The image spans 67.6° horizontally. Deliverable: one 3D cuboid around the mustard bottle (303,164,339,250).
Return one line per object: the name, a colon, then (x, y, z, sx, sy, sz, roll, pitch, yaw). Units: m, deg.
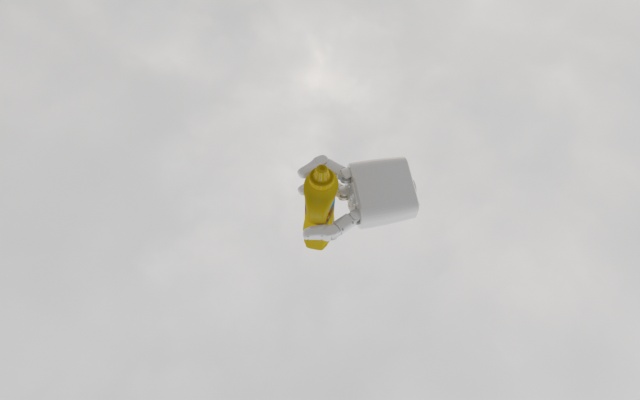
mustard bottle: (0.000, 0.003, 0.830, 0.058, 0.096, 0.192, 11, -33, 5)
